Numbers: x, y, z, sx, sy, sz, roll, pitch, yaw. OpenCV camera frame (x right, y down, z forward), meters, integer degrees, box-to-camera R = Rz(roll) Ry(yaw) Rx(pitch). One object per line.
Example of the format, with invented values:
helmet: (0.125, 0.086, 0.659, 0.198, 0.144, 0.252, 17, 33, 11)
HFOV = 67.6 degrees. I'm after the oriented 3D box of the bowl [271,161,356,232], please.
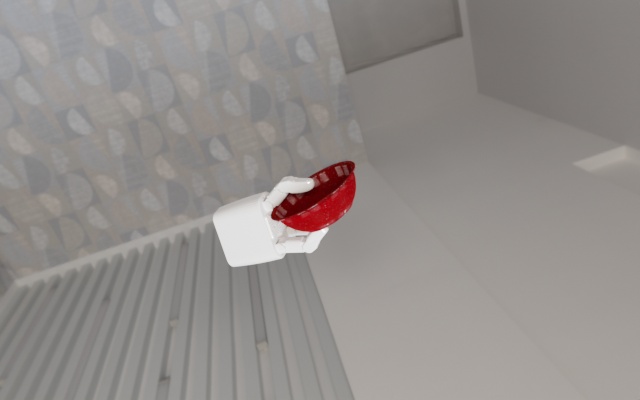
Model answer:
bowl: (0.001, 0.003, 0.780, 0.162, 0.055, 0.162, -31, 17, 11)
